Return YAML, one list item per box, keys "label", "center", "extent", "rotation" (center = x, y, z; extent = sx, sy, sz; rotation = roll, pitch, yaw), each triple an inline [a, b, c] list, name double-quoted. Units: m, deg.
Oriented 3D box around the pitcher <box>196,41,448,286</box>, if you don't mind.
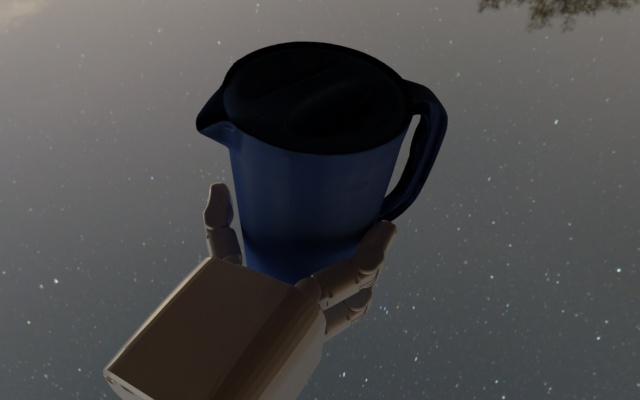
- label: "pitcher"
  center: [0.000, 0.001, 0.411]
  extent: [0.149, 0.243, 0.145]
  rotation: [24, 50, 16]
